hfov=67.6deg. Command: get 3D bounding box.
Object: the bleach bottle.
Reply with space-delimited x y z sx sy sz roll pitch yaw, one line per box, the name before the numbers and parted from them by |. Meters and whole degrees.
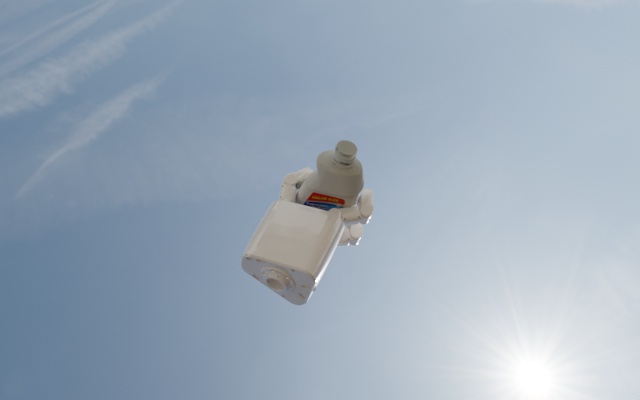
bleach bottle | 0.000 0.002 0.735 0.102 0.068 0.251 25 -41 4
